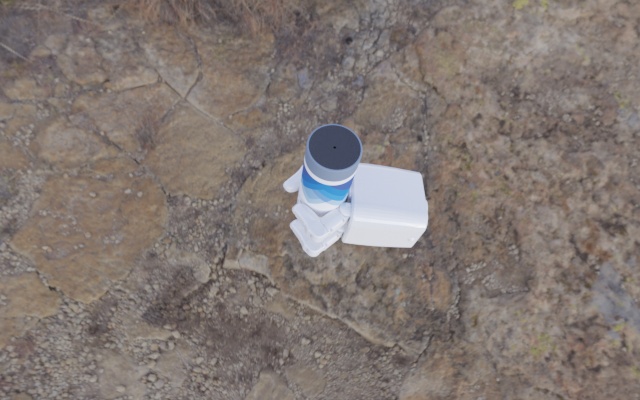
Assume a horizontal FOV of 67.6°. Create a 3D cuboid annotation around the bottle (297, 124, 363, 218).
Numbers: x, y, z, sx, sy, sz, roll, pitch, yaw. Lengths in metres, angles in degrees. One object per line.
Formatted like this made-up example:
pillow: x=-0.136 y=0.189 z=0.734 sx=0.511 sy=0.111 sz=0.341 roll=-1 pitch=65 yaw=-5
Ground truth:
bottle: x=0.000 y=0.002 z=0.689 sx=0.069 sy=0.069 sz=0.296 roll=0 pitch=-26 yaw=-7
